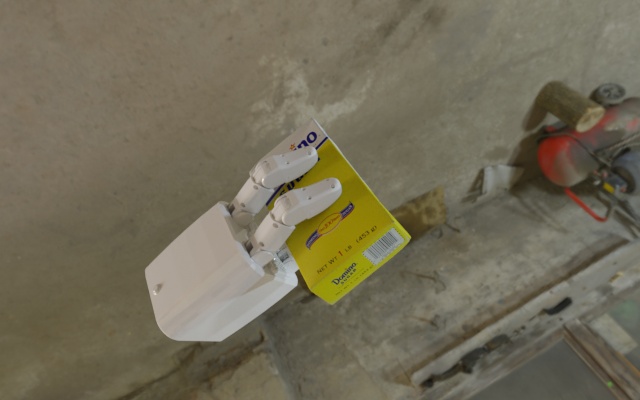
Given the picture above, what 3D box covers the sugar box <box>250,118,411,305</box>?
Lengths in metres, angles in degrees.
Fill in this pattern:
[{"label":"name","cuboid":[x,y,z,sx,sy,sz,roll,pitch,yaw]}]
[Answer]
[{"label":"sugar box","cuboid":[0.000,0.001,0.460,0.048,0.093,0.176,44,8,-48]}]
